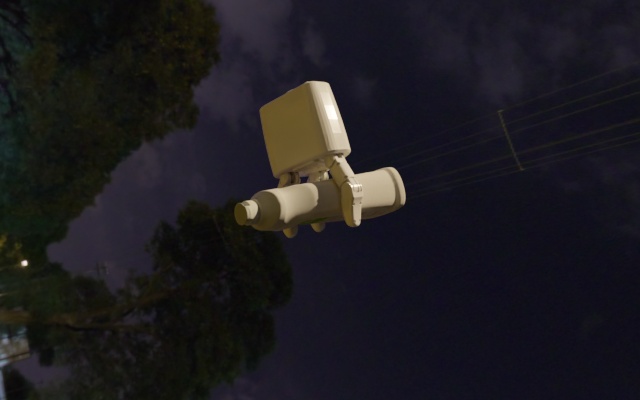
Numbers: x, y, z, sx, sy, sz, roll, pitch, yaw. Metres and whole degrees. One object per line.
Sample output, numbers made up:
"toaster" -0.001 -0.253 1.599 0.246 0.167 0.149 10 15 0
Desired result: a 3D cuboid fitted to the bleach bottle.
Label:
"bleach bottle" 0.000 0.002 0.664 0.251 0.068 0.102 -7 -12 -41
